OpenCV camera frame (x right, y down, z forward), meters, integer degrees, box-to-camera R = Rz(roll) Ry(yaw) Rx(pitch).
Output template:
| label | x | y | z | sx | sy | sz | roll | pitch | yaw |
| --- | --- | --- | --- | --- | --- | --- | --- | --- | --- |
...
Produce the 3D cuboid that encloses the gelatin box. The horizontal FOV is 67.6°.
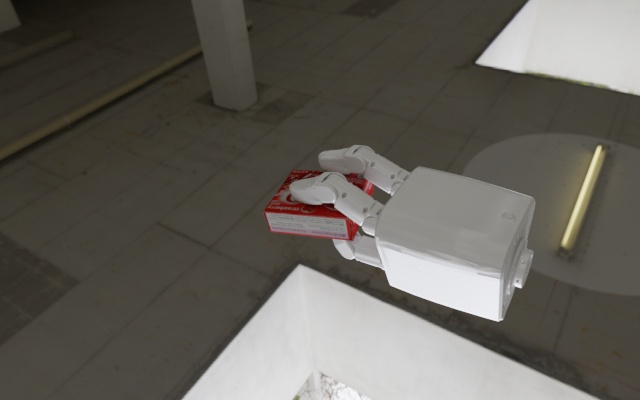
| label | x | y | z | sx | sy | sz | roll | pitch | yaw |
| --- | --- | --- | --- | --- | --- | --- | --- | --- | --- |
| gelatin box | 0.000 | 0.002 | 0.468 | 0.089 | 0.030 | 0.073 | 4 | 38 | 22 |
